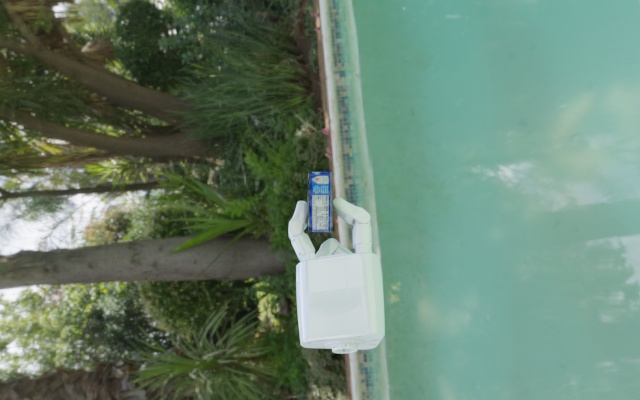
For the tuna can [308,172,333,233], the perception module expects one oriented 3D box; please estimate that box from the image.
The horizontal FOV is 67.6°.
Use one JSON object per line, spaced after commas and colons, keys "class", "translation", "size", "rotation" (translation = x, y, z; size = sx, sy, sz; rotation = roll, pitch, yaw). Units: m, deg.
{"class": "tuna can", "translation": [0.000, 0.002, 0.670], "size": [0.034, 0.086, 0.086], "rotation": [0, 0, 1]}
